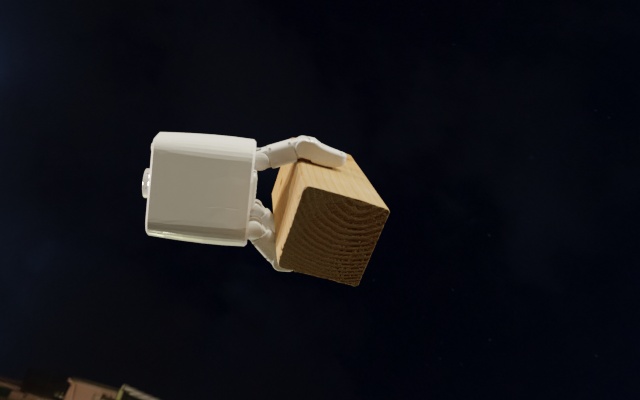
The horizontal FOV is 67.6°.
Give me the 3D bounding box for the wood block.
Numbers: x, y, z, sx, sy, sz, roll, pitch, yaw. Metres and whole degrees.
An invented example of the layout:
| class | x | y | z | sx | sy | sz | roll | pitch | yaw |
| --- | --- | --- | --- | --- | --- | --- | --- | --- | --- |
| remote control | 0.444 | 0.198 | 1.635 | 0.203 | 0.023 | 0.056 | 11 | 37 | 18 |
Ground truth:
| class | x | y | z | sx | sy | sz | roll | pitch | yaw |
| --- | --- | --- | --- | --- | --- | --- | --- | --- | --- |
| wood block | 0.000 | 0.001 | 0.559 | 0.090 | 0.091 | 0.206 | 16 | 18 | -13 |
